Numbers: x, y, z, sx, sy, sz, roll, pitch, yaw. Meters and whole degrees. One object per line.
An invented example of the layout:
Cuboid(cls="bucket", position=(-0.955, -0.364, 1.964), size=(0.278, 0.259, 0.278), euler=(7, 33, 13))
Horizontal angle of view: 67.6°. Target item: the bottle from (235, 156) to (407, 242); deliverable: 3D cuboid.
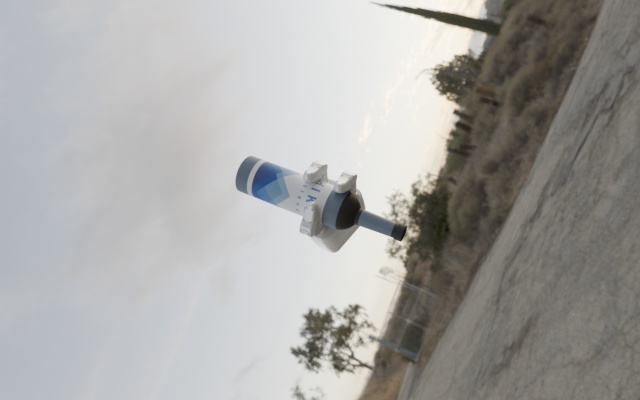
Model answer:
Cuboid(cls="bottle", position=(0.000, 0.002, 0.791), size=(0.295, 0.069, 0.069), euler=(21, 7, 18))
